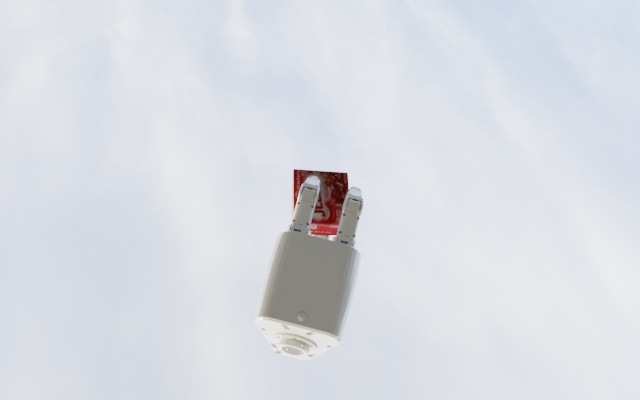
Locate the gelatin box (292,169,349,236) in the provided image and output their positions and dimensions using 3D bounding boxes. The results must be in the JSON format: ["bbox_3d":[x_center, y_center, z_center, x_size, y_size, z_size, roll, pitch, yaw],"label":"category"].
[{"bbox_3d":[0.000,0.002,0.613,0.073,0.089,0.030,3,-39,-6],"label":"gelatin box"}]
